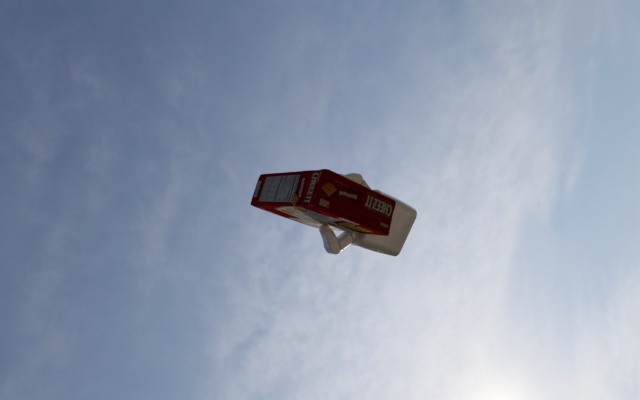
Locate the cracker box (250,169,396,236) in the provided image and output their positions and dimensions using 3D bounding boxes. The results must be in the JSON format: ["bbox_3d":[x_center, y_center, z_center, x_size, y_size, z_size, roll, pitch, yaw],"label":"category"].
[{"bbox_3d":[0.000,0.003,0.848,0.164,0.072,0.213,22,-12,-33],"label":"cracker box"}]
